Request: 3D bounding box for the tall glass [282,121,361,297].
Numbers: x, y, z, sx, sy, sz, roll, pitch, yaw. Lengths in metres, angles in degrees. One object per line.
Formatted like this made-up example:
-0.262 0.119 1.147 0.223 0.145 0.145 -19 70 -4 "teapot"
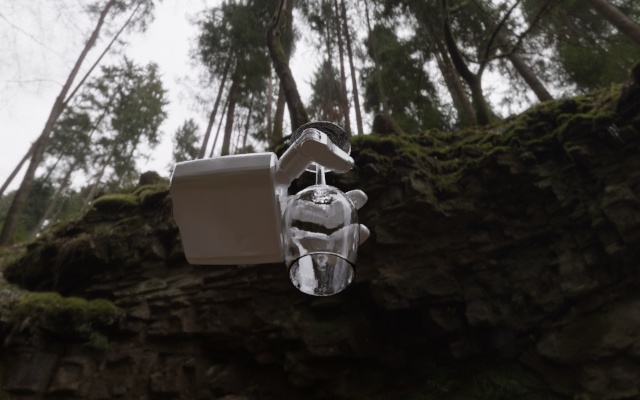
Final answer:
0.000 0.001 0.500 0.079 0.079 0.200 0 41 -1 "tall glass"
